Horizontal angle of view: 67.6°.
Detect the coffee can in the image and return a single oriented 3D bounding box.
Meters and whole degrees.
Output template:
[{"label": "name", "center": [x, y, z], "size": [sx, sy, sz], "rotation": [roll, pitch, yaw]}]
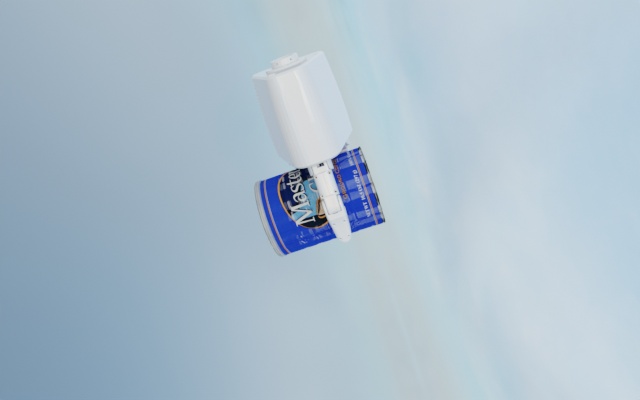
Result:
[{"label": "coffee can", "center": [0.000, 0.002, 0.609], "size": [0.140, 0.103, 0.103], "rotation": [-19, -2, 5]}]
